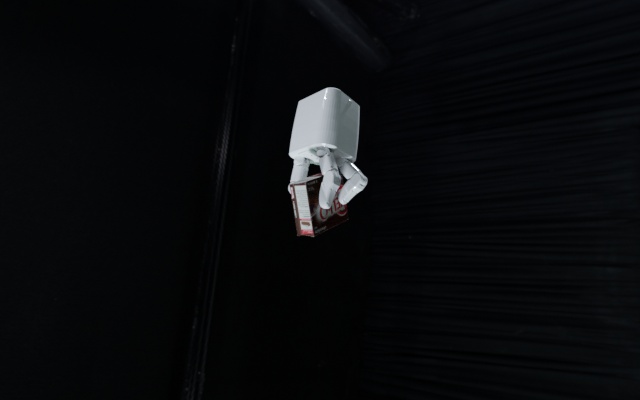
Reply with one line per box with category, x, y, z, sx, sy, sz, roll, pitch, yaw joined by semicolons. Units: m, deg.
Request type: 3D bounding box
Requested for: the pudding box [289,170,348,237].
pudding box;0.000;0.003;0.798;0.039;0.090;0.113;-2;12;37
